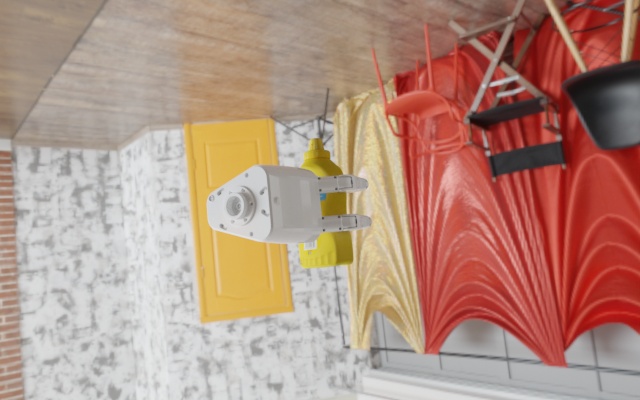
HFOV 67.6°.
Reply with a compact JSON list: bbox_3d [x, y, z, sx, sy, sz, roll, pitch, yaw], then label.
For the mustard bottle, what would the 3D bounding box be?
[{"bbox_3d":[0.000,0.003,0.708,0.058,0.191,0.096,-1,-8,-34],"label":"mustard bottle"}]
